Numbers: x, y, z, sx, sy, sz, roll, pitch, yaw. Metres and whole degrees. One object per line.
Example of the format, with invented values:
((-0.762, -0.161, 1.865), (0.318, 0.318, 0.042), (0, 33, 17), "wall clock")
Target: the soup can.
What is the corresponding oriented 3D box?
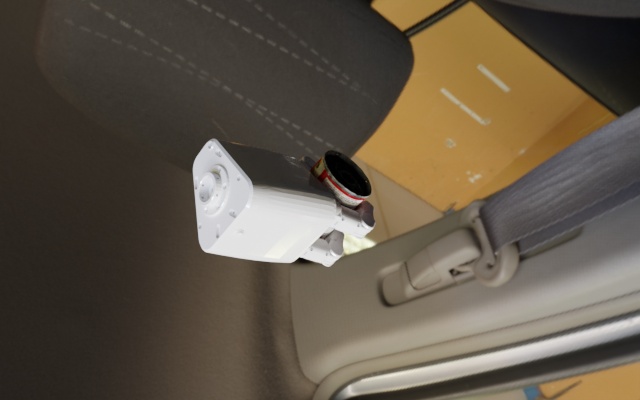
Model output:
((0.000, 0.002, 0.548), (0.068, 0.068, 0.102), (0, -39, -52), "soup can")
